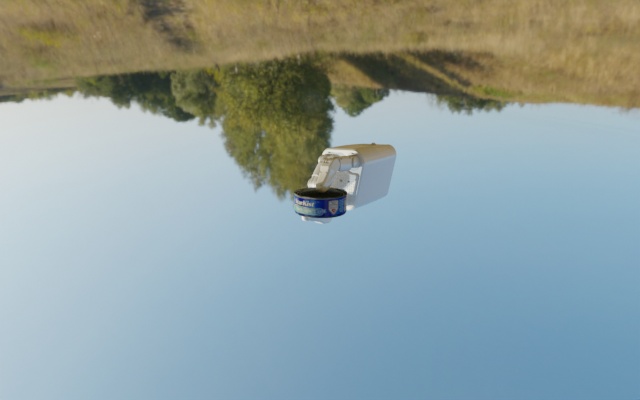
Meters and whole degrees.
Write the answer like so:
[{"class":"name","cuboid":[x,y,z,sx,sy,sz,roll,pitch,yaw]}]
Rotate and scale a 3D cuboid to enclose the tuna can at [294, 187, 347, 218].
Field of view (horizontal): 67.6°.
[{"class":"tuna can","cuboid":[0.000,0.003,0.768,0.086,0.034,0.086,0,13,0]}]
